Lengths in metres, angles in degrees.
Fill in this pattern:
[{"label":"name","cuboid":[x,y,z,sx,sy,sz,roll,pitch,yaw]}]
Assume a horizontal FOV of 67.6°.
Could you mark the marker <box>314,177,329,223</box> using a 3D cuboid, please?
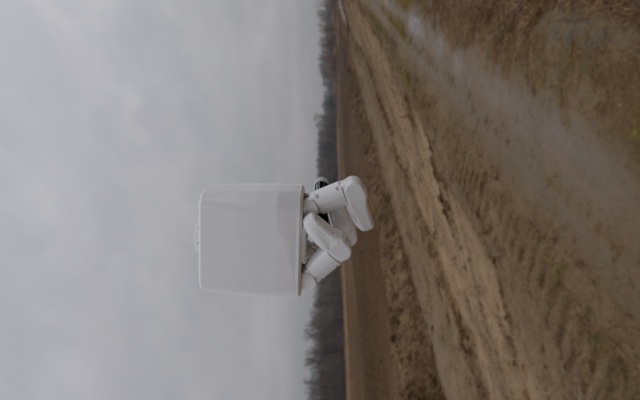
[{"label":"marker","cuboid":[0.000,0.002,0.546,0.020,0.020,0.121,0,23,1]}]
